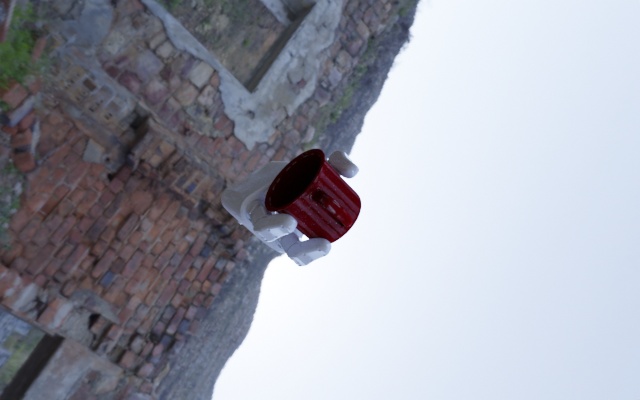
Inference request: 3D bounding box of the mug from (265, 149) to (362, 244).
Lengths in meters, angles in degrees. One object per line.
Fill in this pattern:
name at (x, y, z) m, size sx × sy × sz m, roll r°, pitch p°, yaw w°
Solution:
mug at (0.001, 0.002, 0.556) m, size 0.081 × 0.093 × 0.117 m, roll 43°, pitch -10°, yaw -27°
